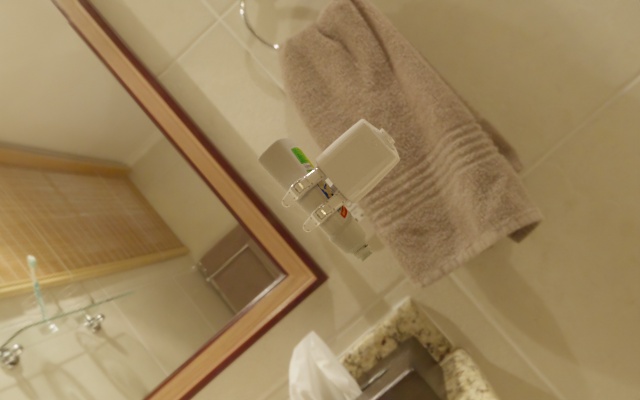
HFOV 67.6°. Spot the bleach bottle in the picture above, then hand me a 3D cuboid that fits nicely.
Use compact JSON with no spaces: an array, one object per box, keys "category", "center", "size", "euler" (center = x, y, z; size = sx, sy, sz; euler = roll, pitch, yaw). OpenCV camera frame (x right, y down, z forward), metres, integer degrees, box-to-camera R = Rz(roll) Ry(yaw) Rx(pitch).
[{"category":"bleach bottle","center":[0.000,0.003,0.838],"size":[0.068,0.251,0.102],"euler":[-43,-6,14]}]
